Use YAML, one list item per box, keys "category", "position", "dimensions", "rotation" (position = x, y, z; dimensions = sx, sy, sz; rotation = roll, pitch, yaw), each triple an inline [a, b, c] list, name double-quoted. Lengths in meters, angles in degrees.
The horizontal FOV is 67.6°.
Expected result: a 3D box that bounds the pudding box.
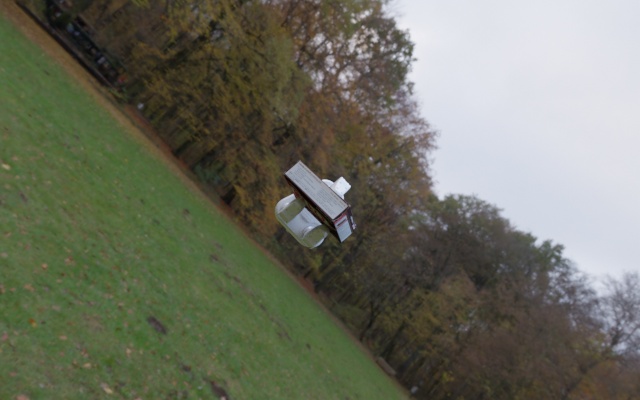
- category: "pudding box"
  position: [0.000, 0.002, 0.716]
  dimensions: [0.113, 0.039, 0.090]
  rotation: [41, -11, 24]
